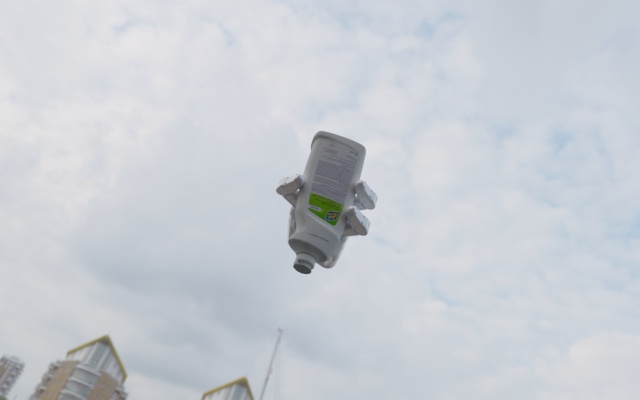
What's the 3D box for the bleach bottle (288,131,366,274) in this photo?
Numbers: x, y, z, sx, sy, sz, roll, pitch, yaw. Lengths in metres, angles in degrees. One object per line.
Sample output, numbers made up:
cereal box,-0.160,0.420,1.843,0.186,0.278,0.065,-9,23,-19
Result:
bleach bottle,0.000,0.003,0.776,0.102,0.250,0.068,18,-35,2
